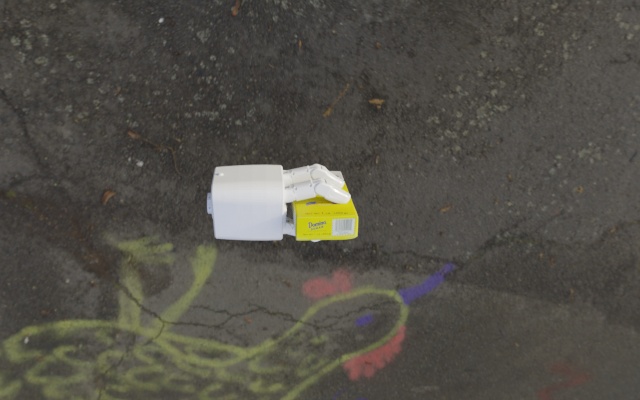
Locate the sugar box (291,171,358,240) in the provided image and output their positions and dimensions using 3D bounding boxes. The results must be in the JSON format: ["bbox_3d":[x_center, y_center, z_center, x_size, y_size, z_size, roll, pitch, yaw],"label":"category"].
[{"bbox_3d":[0.000,0.002,0.772,0.093,0.048,0.176,-1,28,-7],"label":"sugar box"}]
